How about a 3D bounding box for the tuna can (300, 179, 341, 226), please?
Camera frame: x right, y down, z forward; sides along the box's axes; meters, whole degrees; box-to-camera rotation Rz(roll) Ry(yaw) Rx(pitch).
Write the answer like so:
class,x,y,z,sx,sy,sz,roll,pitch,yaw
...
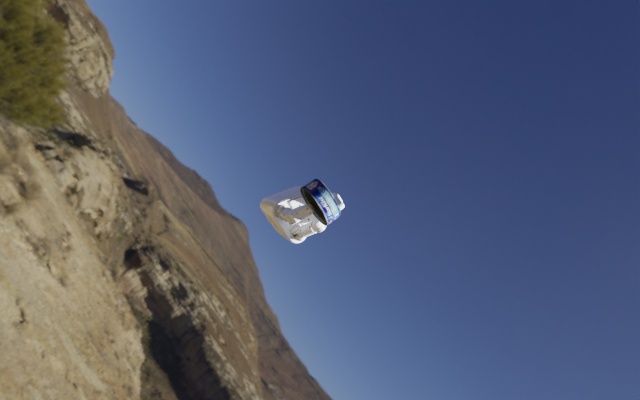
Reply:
class,x,y,z,sx,sy,sz,roll,pitch,yaw
tuna can,0.001,0.003,0.889,0.033,0.086,0.086,-34,8,-13
